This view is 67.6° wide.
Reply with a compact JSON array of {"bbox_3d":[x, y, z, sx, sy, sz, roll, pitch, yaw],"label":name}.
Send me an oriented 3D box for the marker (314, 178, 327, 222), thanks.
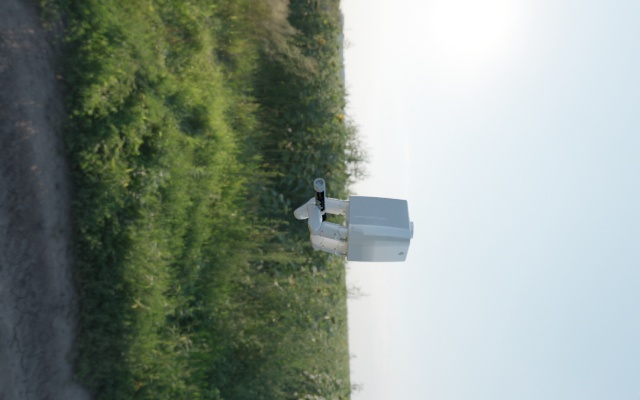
[{"bbox_3d":[0.000,0.003,0.834,0.020,0.020,0.121,0,-32,2],"label":"marker"}]
